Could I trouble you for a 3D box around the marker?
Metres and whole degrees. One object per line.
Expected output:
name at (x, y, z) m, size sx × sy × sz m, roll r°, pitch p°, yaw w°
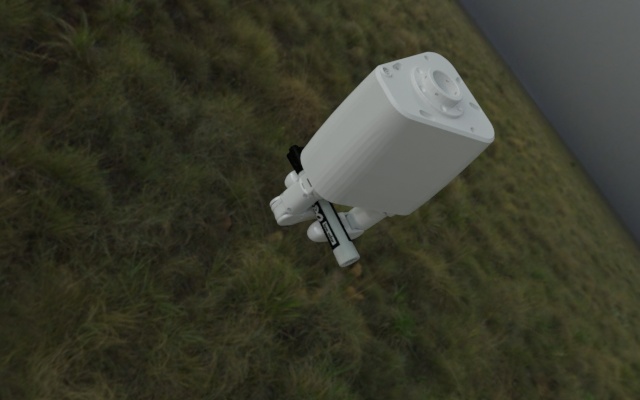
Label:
marker at (0.000, 0.001, 0.425) m, size 0.020 × 0.121 × 0.020 m, roll -23°, pitch -20°, yaw -9°
